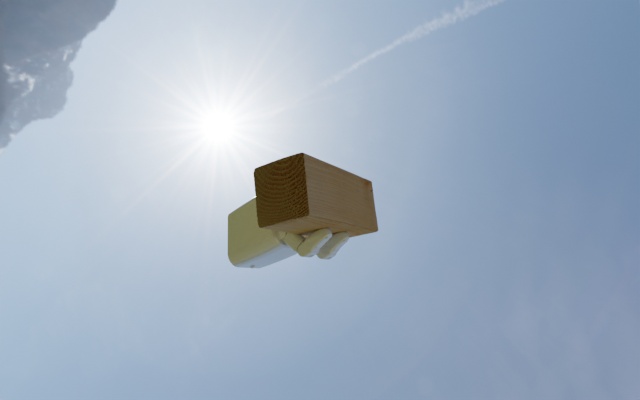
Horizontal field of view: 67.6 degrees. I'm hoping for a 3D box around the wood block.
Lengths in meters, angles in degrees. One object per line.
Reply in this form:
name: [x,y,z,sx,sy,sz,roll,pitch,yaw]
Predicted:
wood block: [0.000,0.002,0.735,0.090,0.090,0.206,-15,-17,30]
